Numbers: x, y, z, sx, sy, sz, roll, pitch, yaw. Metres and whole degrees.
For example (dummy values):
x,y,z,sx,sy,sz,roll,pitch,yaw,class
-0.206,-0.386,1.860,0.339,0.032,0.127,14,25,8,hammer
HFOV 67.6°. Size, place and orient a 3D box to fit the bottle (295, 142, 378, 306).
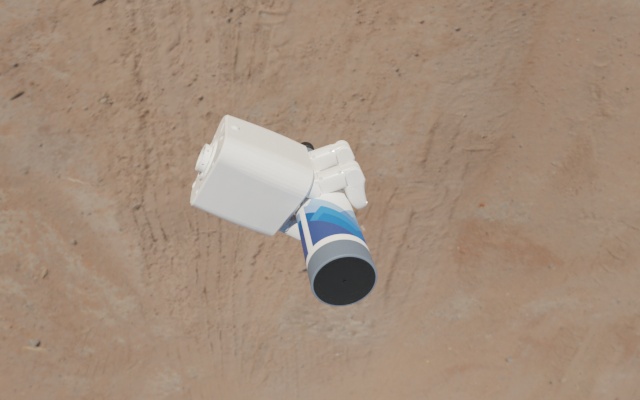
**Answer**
x,y,z,sx,sy,sz,roll,pitch,yaw,class
0.000,0.002,0.585,0.069,0.069,0.295,0,32,-11,bottle
